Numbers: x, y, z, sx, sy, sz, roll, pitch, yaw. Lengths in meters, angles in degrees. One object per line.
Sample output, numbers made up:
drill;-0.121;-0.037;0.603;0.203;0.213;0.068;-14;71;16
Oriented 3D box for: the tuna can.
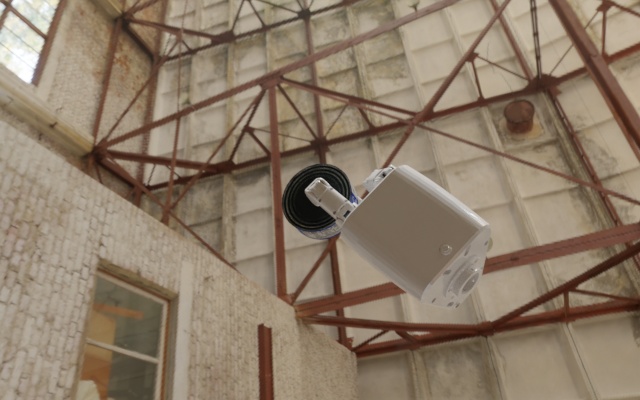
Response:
tuna can;0.000;0.002;0.561;0.086;0.086;0.034;0;-25;23
